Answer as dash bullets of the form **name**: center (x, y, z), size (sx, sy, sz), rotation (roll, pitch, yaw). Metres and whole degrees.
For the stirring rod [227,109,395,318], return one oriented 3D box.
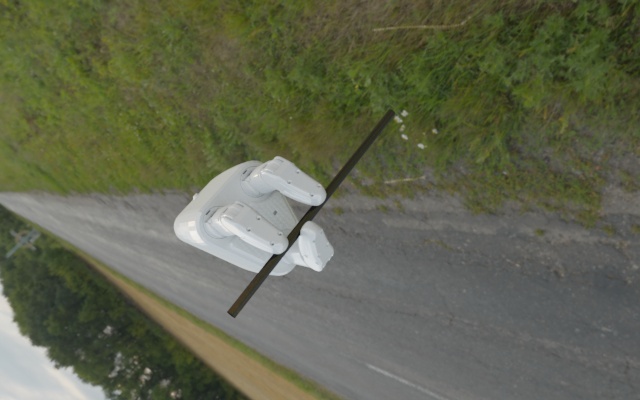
- **stirring rod**: center (0.000, 0.001, 0.413), size (0.011, 0.239, 0.011), rotation (31, -24, 16)
